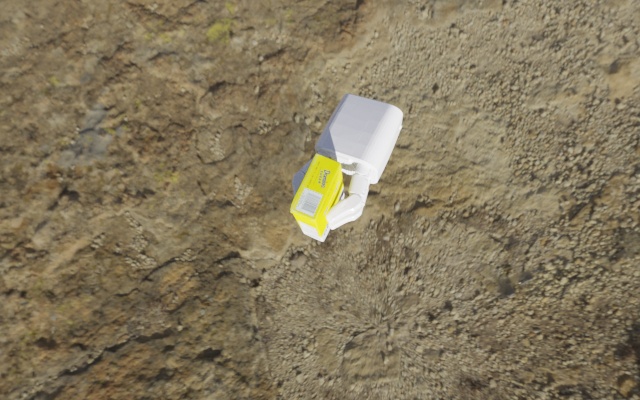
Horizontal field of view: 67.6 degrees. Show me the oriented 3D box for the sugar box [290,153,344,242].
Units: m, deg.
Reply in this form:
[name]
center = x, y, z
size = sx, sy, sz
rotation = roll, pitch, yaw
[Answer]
[sugar box]
center = 0.001, 0.002, 0.742
size = 0.048, 0.093, 0.176
rotation = 23, -11, 12
